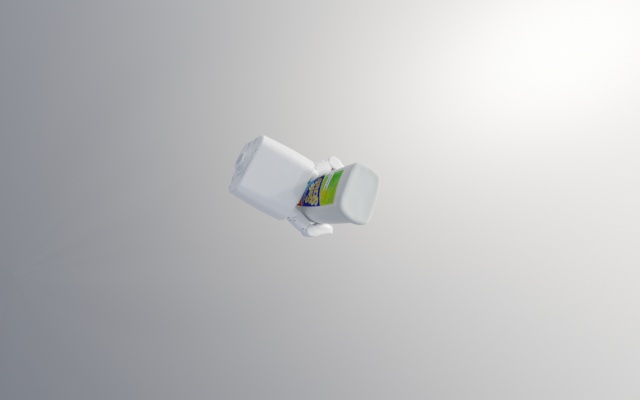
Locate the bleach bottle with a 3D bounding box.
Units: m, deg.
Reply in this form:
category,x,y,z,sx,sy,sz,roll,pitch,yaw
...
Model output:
category,x,y,z,sx,sy,sz,roll,pitch,yaw
bleach bottle,0.000,0.003,0.863,0.068,0.102,0.251,29,-22,-25
